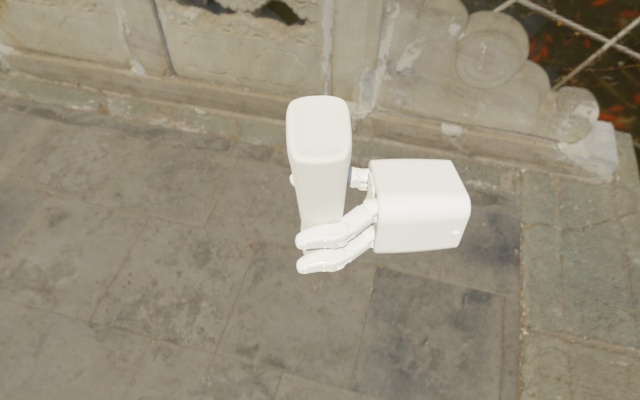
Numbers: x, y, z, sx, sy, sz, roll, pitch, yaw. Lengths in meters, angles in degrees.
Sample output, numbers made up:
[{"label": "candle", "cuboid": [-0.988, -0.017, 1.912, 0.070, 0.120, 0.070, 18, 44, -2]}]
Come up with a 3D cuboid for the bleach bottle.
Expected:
[{"label": "bleach bottle", "cuboid": [0.000, 0.002, 0.581, 0.068, 0.102, 0.251, -2, -38, -1]}]
